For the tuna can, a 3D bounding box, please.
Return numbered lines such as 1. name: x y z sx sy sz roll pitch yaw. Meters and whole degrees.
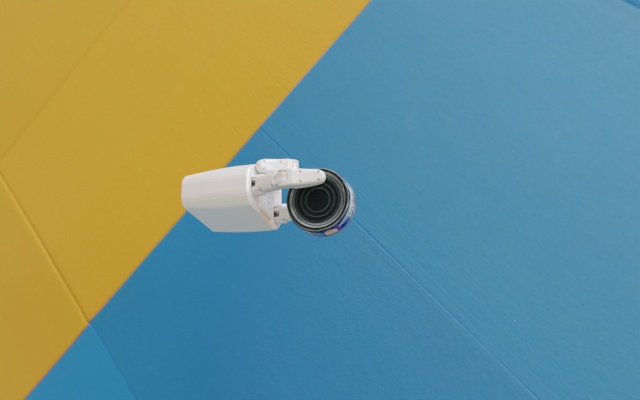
1. tuna can: 0.000 0.002 0.614 0.086 0.086 0.034 0 -14 16
